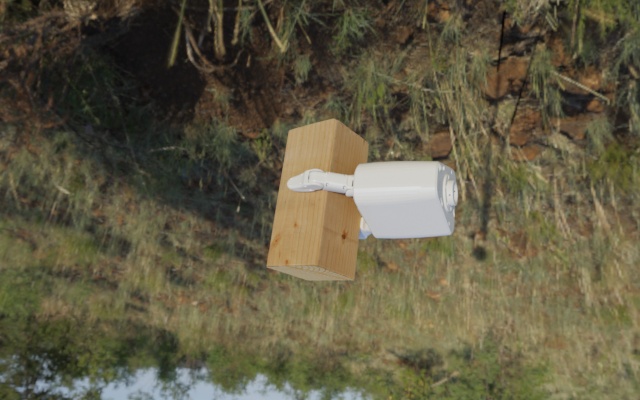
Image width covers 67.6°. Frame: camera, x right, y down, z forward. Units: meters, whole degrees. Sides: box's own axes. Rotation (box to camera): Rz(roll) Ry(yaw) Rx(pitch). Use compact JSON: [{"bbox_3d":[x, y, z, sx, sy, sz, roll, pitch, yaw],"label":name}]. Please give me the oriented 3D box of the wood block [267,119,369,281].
[{"bbox_3d":[0.000,0.002,0.677,0.090,0.206,0.091,-7,-24,38],"label":"wood block"}]
